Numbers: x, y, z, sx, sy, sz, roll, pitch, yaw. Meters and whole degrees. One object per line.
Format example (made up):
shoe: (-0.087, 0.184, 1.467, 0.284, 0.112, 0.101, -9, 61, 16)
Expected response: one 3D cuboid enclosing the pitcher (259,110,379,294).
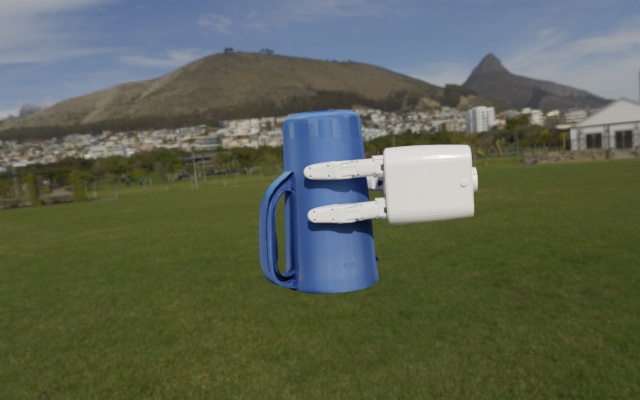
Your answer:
pitcher: (0.000, 0.002, 0.663, 0.145, 0.243, 0.149, -3, 5, 13)
